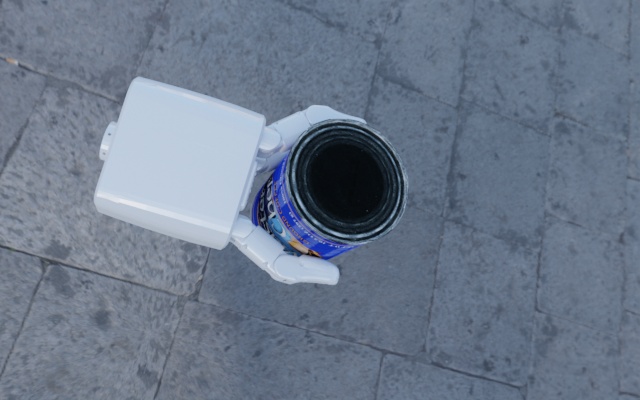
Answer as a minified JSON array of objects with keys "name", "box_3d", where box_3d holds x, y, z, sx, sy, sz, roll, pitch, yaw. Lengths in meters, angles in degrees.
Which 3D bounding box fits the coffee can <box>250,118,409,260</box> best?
[{"name":"coffee can","box_3d":[0.000,0.002,0.430,0.103,0.102,0.140,0,-15,-20]}]
